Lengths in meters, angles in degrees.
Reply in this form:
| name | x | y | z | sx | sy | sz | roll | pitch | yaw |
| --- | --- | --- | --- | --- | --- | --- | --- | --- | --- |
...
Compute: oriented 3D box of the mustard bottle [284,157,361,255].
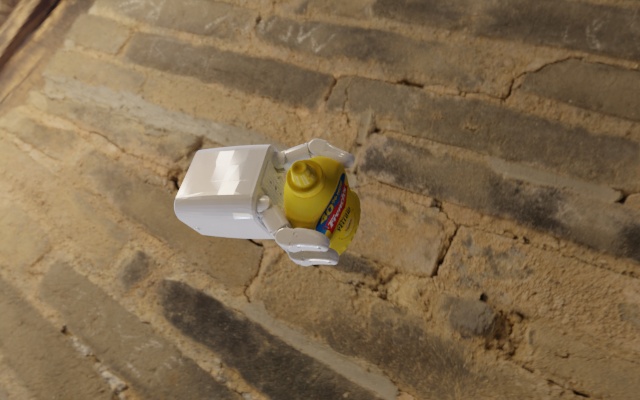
| name | x | y | z | sx | sy | sz | roll | pitch | yaw |
| --- | --- | --- | --- | --- | --- | --- | --- | --- | --- |
| mustard bottle | 0.000 | 0.002 | 0.571 | 0.058 | 0.096 | 0.192 | 23 | -15 | 22 |
